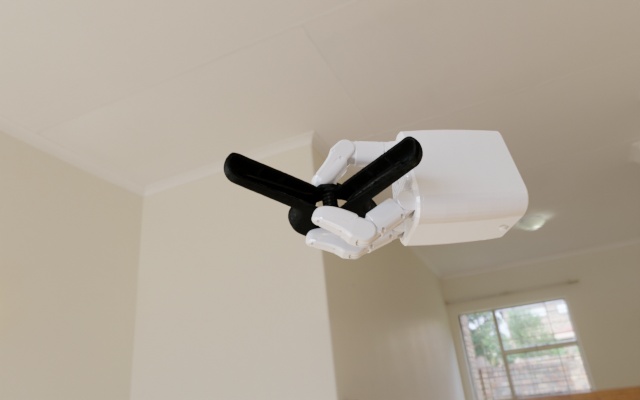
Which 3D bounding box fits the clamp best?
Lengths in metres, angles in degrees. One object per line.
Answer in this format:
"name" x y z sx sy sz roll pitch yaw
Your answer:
"clamp" 0.000 0.001 0.472 0.164 0.036 0.210 -1 -24 -1
